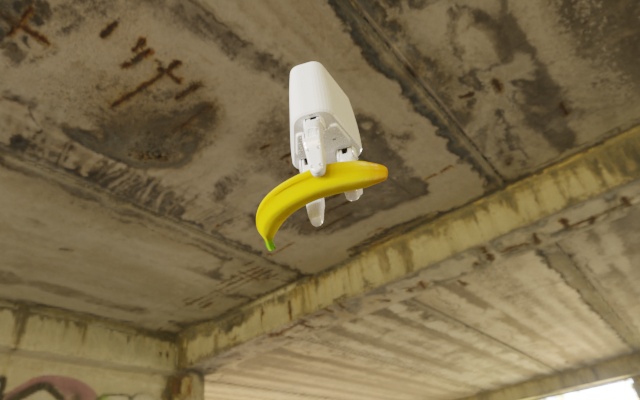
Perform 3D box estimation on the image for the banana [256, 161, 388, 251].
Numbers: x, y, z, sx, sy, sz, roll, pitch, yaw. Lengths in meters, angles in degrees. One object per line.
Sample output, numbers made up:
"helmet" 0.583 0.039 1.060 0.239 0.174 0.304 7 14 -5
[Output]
"banana" -0.015 -0.005 0.584 0.198 0.037 0.070 -32 -47 27
